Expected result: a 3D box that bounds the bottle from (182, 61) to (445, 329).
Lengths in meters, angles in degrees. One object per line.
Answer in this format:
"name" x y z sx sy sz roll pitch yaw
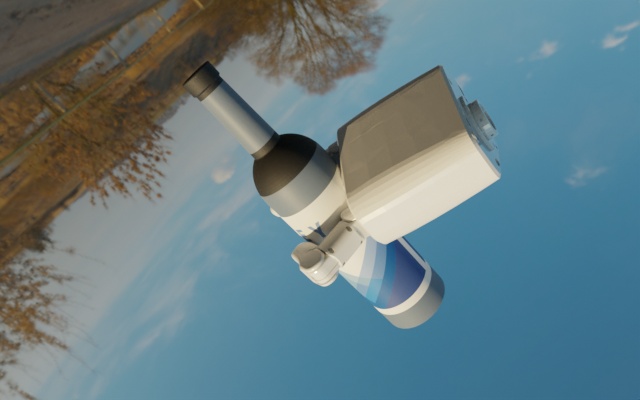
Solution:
"bottle" 0.000 0.002 0.416 0.296 0.069 0.069 46 -22 -23
